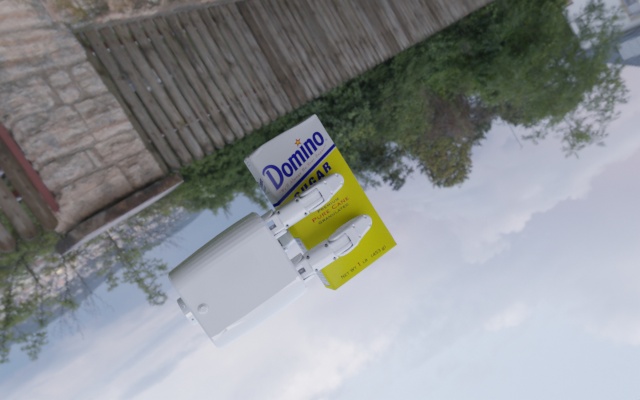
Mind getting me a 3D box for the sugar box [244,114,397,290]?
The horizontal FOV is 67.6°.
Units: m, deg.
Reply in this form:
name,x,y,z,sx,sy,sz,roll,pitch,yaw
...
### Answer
name,x,y,z,sx,sy,sz,roll,pitch,yaw
sugar box,0.000,0.002,0.539,0.093,0.176,0.048,-35,7,-15
